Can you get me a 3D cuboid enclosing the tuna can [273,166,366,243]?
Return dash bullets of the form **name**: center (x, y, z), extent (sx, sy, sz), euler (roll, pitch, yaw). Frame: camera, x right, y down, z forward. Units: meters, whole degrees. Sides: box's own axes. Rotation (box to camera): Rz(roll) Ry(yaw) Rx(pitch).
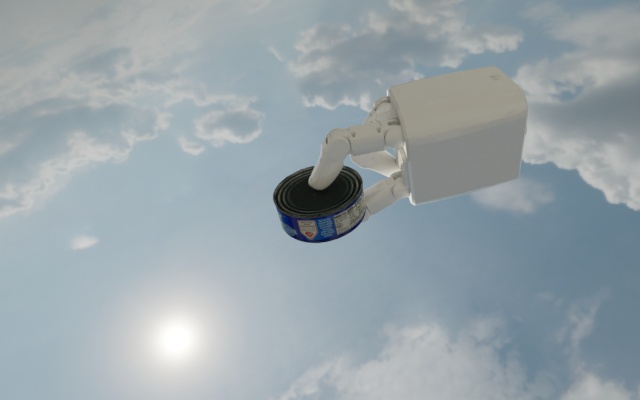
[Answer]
- **tuna can**: center (0.000, 0.002, 0.457), extent (0.086, 0.034, 0.086), euler (-9, 35, 6)
